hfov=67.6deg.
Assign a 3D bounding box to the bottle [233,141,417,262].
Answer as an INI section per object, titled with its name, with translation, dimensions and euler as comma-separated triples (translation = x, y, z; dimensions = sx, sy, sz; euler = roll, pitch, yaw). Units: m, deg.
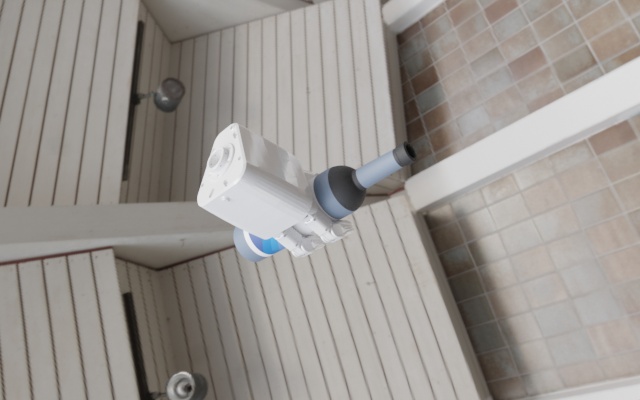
[bottle]
translation = 0.000, 0.002, 0.647
dimensions = 0.296, 0.069, 0.069
euler = -30, -17, 33
